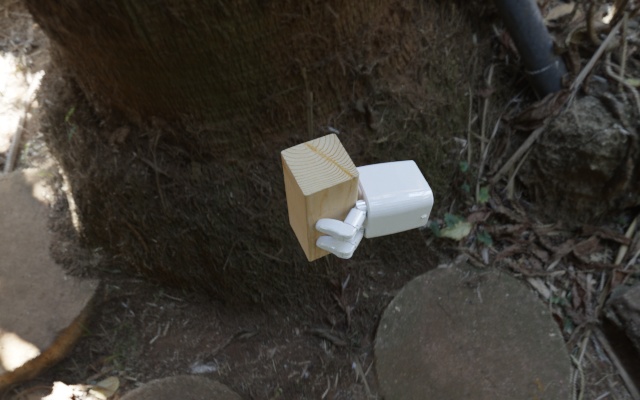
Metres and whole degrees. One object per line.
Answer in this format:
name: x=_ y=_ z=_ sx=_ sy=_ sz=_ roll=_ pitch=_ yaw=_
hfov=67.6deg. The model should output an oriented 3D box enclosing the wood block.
wood block: x=0.000 y=0.002 z=0.775 sx=0.090 sy=0.090 sz=0.206 roll=-21 pitch=-31 yaw=-13
